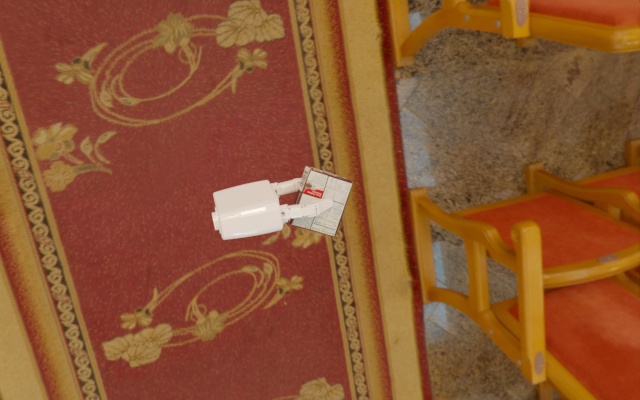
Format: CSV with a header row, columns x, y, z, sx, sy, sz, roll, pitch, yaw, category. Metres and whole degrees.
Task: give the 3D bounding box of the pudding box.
x,y,z,sx,sy,sz,roll,pitch,yaw,category
0.000,0.003,0.885,0.090,0.113,0.039,17,8,-17,pudding box
